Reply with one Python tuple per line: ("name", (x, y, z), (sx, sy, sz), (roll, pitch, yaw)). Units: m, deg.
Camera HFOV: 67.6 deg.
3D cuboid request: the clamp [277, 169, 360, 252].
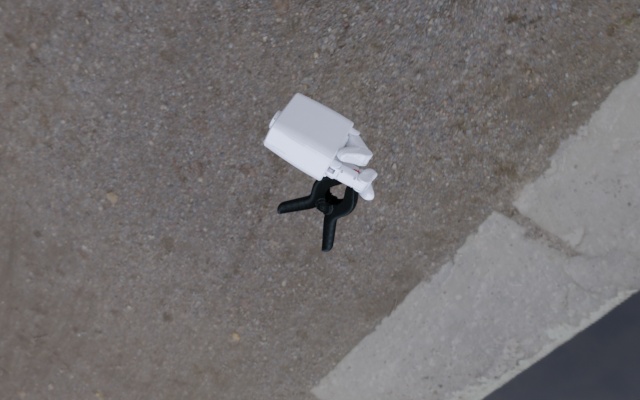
("clamp", (0.000, 0.003, 0.806), (0.120, 0.171, 0.039), (30, 34, -2))
